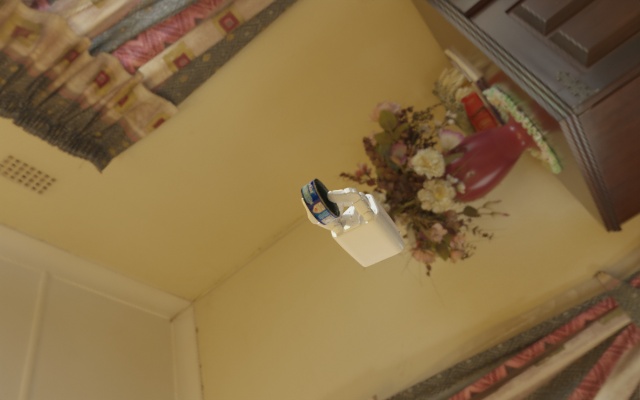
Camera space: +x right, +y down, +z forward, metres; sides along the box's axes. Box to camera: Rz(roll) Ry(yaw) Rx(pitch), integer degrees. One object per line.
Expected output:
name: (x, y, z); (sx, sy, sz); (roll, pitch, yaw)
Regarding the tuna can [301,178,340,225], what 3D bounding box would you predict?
tuna can: (0.000, 0.003, 0.900); (0.034, 0.086, 0.086); (-33, -9, 14)
